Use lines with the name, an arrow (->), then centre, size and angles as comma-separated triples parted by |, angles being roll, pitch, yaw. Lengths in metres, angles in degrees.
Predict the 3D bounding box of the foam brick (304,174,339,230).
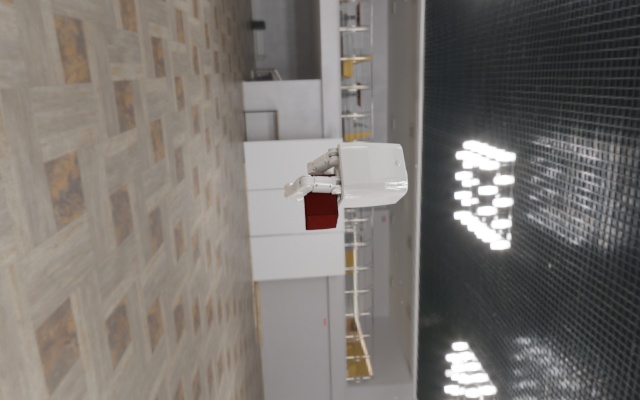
foam brick -> 0.000, 0.003, 0.779 | 0.051, 0.078, 0.053 | -1, -29, -6
